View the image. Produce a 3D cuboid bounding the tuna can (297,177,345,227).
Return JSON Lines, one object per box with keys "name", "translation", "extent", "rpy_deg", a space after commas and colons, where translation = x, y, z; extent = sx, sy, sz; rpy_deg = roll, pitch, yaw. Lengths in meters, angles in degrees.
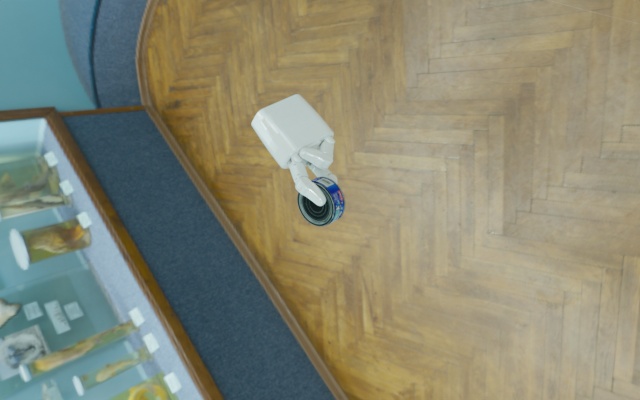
{"name": "tuna can", "translation": [0.000, 0.003, 0.855], "extent": [0.086, 0.086, 0.033], "rpy_deg": [0, 17, 38]}
